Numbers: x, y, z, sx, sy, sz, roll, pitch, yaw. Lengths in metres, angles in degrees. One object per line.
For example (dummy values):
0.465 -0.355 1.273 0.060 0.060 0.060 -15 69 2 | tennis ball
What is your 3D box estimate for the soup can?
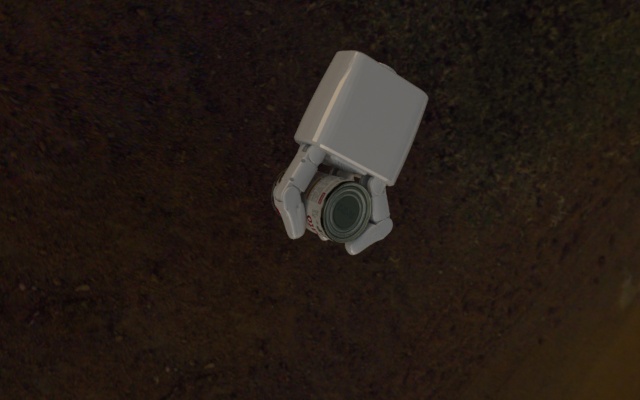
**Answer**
0.000 0.002 0.529 0.068 0.068 0.102 0 13 -36 | soup can
